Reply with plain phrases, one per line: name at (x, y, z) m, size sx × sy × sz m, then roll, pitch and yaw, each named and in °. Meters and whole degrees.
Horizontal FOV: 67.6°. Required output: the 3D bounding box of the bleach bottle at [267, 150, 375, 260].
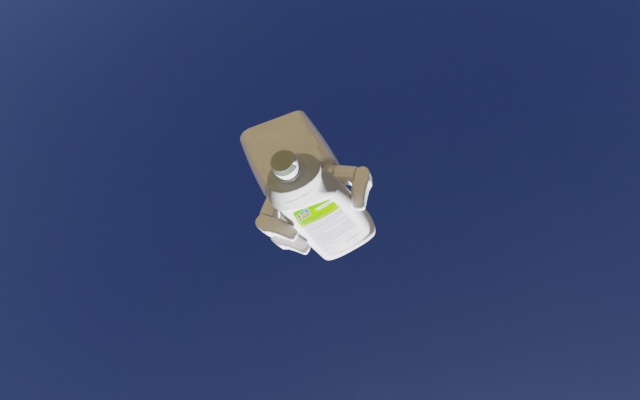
bleach bottle at (0.000, 0.002, 0.640) m, size 0.102 × 0.068 × 0.251 m, roll -31°, pitch -30°, yaw 2°
